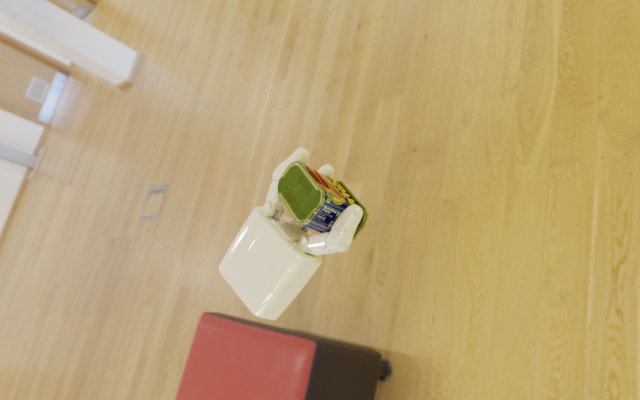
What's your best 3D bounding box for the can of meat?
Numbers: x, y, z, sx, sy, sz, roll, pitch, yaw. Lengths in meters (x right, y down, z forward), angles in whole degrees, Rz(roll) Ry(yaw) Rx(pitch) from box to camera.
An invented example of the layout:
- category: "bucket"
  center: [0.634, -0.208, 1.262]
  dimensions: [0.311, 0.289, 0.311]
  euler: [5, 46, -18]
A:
- category: "can of meat"
  center: [0.000, 0.002, 0.615]
  dimensions: [0.084, 0.057, 0.102]
  euler: [25, 19, -40]
